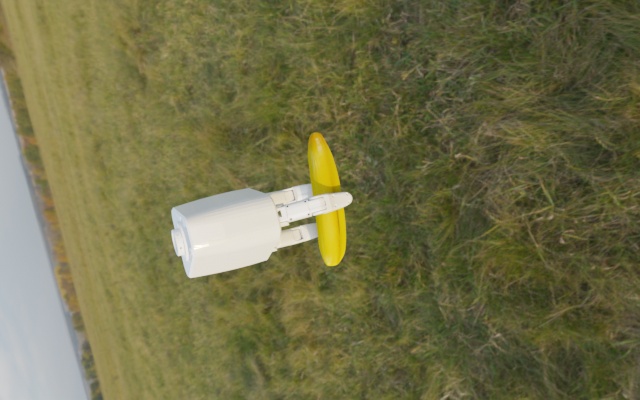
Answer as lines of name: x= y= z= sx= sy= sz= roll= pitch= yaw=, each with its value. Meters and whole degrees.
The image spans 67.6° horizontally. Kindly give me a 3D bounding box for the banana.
banana: x=0.007 y=0.011 z=0.639 sx=0.037 sy=0.198 sz=0.069 roll=-12 pitch=21 yaw=-18
